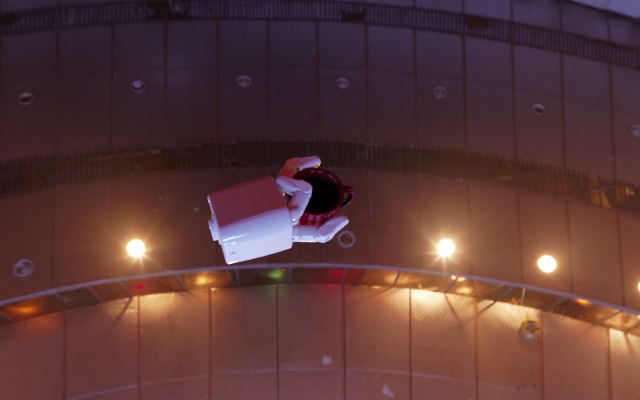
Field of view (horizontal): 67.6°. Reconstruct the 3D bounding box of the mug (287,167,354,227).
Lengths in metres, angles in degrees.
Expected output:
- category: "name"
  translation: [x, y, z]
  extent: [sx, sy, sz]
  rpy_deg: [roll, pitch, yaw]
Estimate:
- category: "mug"
  translation: [0.001, 0.002, 0.804]
  extent: [0.117, 0.093, 0.081]
  rpy_deg: [-15, -29, -15]
